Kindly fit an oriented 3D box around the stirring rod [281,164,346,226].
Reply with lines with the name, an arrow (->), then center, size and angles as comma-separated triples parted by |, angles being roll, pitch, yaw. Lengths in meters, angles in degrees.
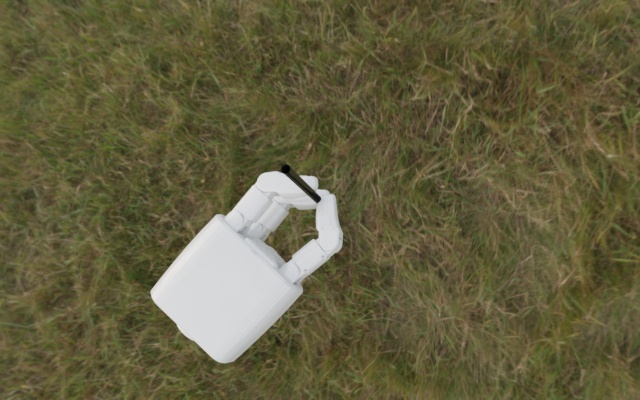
stirring rod -> 0.000, 0.002, 0.500 | 0.011, 0.011, 0.239 | 0, -13, 14
